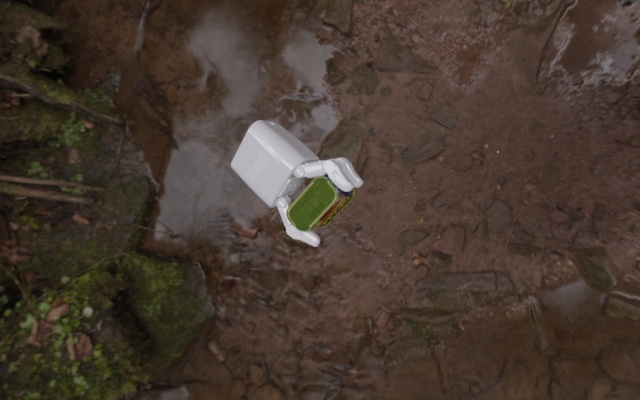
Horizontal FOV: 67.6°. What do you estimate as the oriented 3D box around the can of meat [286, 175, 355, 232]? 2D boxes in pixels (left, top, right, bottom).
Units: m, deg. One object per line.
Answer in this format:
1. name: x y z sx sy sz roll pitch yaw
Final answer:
1. can of meat: 0.000 0.003 0.789 0.102 0.057 0.084 -47 -12 18
